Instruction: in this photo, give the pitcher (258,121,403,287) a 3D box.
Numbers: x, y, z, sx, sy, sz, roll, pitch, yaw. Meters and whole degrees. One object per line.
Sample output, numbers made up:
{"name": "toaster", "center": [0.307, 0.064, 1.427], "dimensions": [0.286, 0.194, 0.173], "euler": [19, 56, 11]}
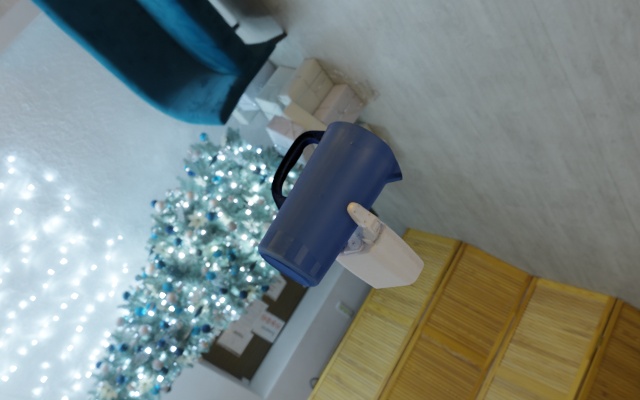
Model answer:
{"name": "pitcher", "center": [0.000, 0.003, 0.749], "dimensions": [0.145, 0.242, 0.149], "euler": [41, -18, -25]}
